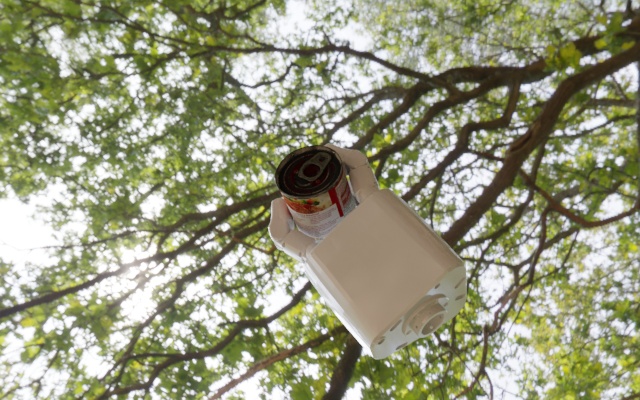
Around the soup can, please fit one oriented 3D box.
[{"bbox_3d":[0.000,0.002,0.499,0.068,0.068,0.102,0,-38,17],"label":"soup can"}]
